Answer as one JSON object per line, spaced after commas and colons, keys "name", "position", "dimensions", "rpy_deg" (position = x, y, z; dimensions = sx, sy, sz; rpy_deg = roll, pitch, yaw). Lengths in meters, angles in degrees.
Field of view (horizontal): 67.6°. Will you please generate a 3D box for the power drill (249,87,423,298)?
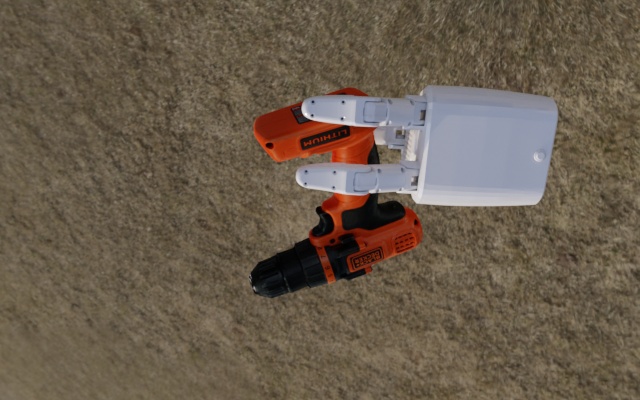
{"name": "power drill", "position": [0.000, 0.001, 0.451], "dimensions": [0.184, 0.188, 0.057], "rpy_deg": [-21, 37, -6]}
